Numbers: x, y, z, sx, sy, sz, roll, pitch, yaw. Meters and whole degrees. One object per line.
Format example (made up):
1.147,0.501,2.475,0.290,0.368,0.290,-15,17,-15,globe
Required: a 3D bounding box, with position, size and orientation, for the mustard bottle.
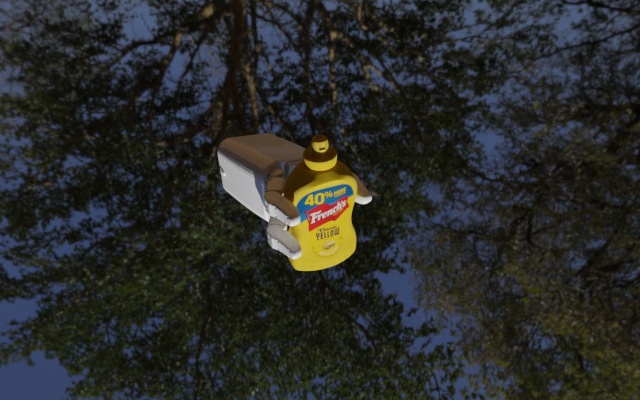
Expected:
0.000,0.002,0.617,0.096,0.192,0.058,-14,39,-16,mustard bottle
